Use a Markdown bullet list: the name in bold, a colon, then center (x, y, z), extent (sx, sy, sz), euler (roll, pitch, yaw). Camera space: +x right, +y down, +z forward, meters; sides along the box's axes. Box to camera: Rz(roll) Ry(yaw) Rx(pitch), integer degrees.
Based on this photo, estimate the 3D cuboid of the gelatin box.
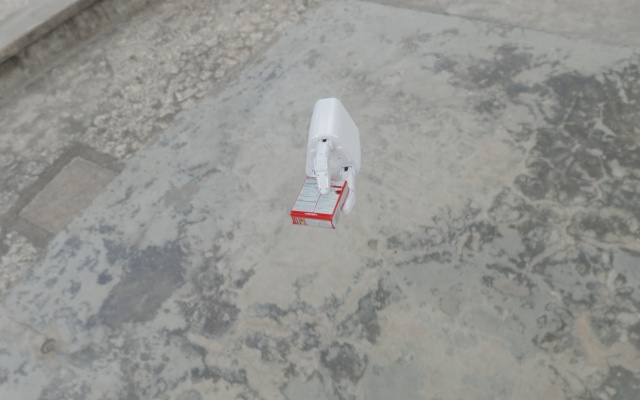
- **gelatin box**: center (0.000, 0.002, 0.779), extent (0.073, 0.089, 0.030), euler (6, -42, 20)
